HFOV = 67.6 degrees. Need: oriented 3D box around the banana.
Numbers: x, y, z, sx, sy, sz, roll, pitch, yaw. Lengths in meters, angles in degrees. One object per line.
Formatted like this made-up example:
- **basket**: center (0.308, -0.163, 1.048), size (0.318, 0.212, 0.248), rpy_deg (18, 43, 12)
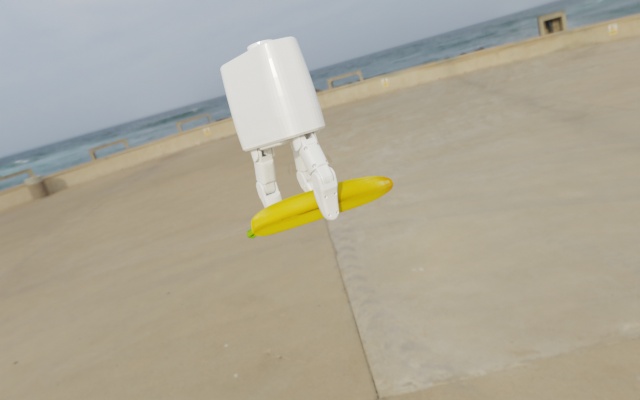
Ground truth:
- **banana**: center (-0.003, 0.004, 0.581), size (0.198, 0.037, 0.069), rpy_deg (-18, 3, 1)
